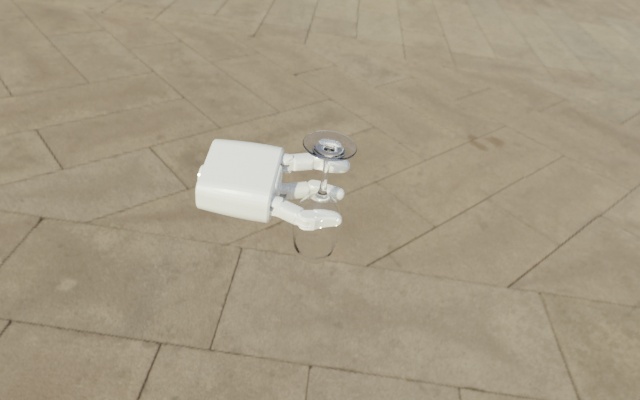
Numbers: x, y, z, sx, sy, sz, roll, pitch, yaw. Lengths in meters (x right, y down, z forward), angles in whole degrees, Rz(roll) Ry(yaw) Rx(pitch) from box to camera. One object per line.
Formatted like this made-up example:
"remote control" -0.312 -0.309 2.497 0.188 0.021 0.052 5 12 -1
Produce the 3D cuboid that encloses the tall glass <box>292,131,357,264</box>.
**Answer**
"tall glass" 0.000 0.002 0.704 0.079 0.201 0.079 5 38 -4
